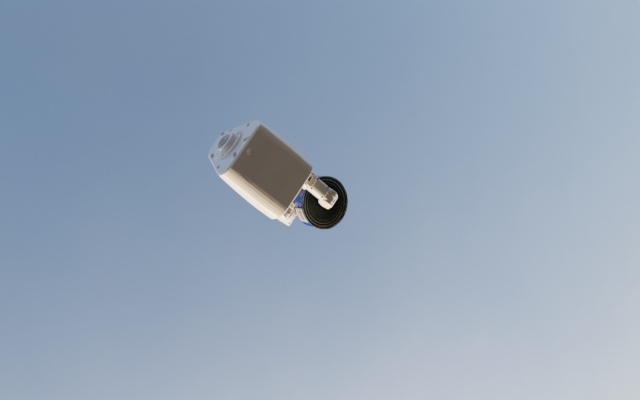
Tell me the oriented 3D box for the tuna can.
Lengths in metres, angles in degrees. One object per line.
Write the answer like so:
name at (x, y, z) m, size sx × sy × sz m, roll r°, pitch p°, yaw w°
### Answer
tuna can at (0.000, 0.003, 0.773) m, size 0.086 × 0.086 × 0.034 m, roll 0°, pitch 5°, yaw -33°
